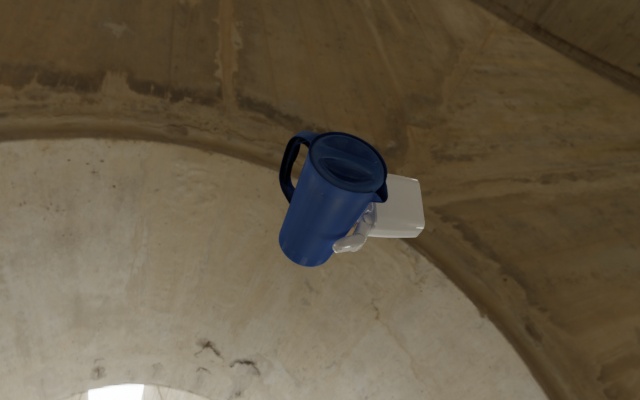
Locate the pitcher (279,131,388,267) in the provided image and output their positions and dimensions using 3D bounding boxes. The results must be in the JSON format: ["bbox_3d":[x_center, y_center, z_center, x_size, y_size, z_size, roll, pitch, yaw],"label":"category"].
[{"bbox_3d":[0.000,0.003,0.830,0.145,0.149,0.243,5,-41,-21],"label":"pitcher"}]
